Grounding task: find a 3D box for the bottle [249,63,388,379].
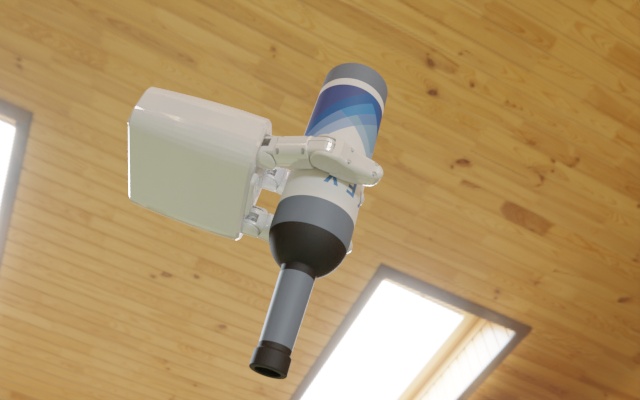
[{"bbox_3d":[0.000,0.001,0.408,0.069,0.295,0.069,12,-35,8],"label":"bottle"}]
